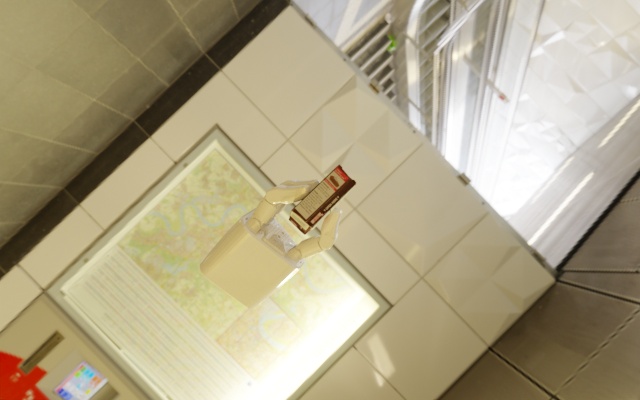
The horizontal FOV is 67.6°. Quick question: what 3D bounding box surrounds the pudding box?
[{"bbox_3d":[0.000,0.002,0.671,0.090,0.039,0.113,-45,0,-10],"label":"pudding box"}]
